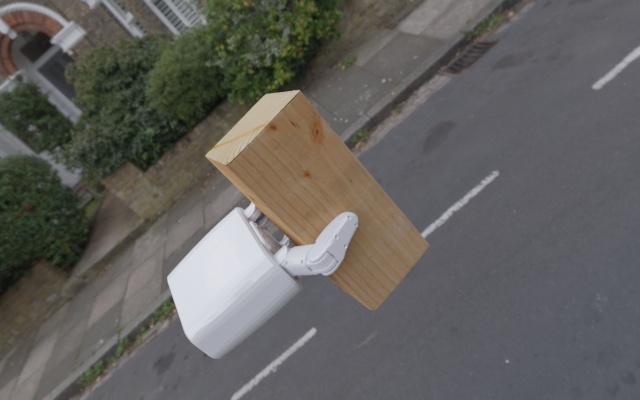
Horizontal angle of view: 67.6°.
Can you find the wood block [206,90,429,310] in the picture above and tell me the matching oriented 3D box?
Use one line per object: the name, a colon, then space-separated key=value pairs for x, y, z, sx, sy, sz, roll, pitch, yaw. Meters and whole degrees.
wood block: x=0.000 y=0.002 z=0.468 sx=0.206 sy=0.090 sz=0.091 roll=47 pitch=-11 yaw=-25
